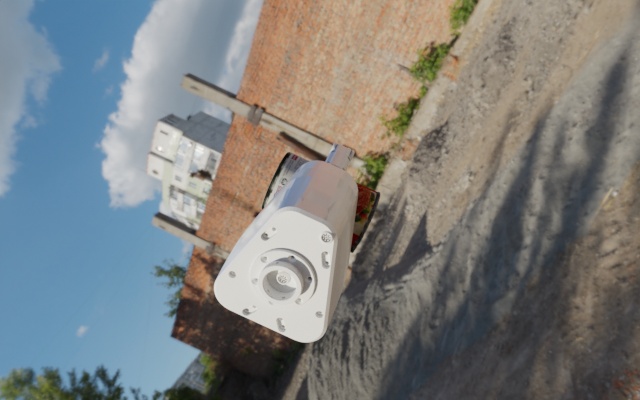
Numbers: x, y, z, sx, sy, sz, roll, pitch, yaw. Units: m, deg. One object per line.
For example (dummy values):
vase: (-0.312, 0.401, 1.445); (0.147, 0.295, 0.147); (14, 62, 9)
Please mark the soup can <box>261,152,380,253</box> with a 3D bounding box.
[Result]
soup can: (0.000, 0.001, 0.483); (0.102, 0.068, 0.068); (25, 0, 0)
